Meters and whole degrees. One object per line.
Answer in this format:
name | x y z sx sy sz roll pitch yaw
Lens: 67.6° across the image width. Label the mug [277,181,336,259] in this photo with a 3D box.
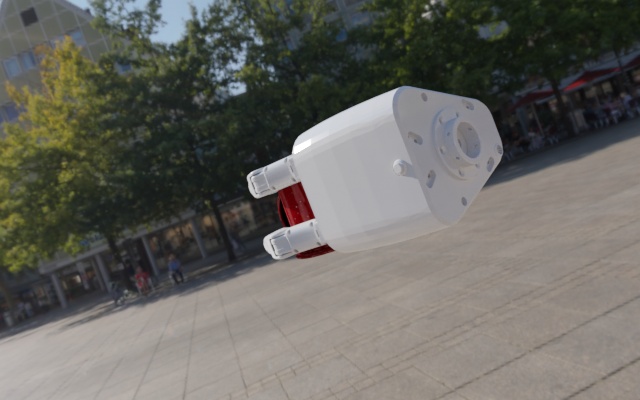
mug | -0.001 0.002 0.447 0.093 0.081 0.117 -22 2 -41
